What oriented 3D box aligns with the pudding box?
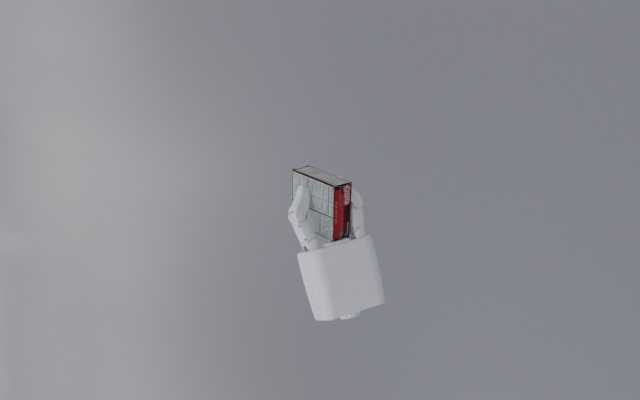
[{"bbox_3d":[0.000,0.003,0.743,0.039,0.090,0.113,-14,25,-37],"label":"pudding box"}]
